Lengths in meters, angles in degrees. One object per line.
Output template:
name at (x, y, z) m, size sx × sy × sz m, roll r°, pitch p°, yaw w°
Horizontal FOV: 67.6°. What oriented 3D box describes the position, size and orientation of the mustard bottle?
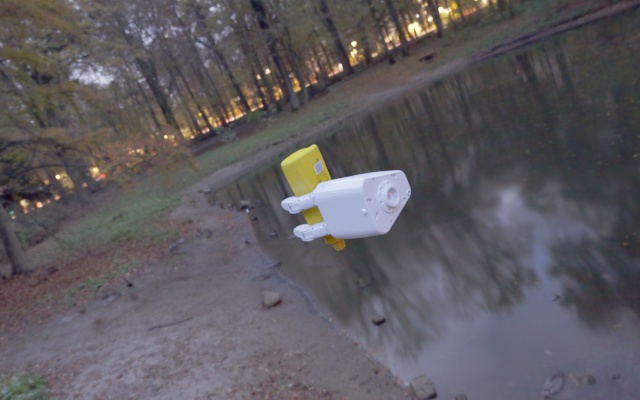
mustard bottle at (0.000, 0.003, 0.849) m, size 0.058 × 0.192 × 0.096 m, roll -18°, pitch 15°, yaw 27°
